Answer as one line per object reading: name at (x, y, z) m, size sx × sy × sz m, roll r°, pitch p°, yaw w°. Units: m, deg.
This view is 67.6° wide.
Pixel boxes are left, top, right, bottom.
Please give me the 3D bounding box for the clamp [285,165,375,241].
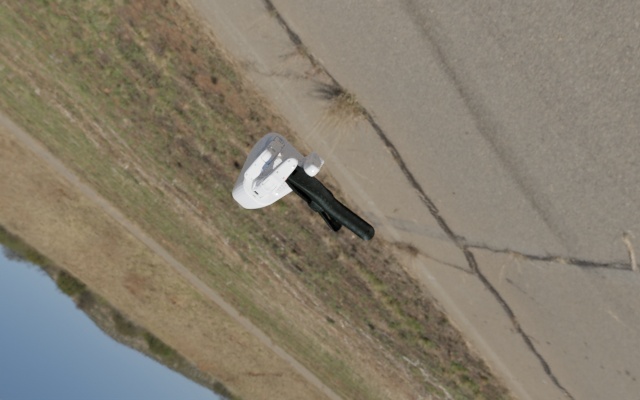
clamp at (0.000, 0.003, 0.748) m, size 0.171 × 0.039 × 0.120 m, roll 43°, pitch -20°, yaw -13°
